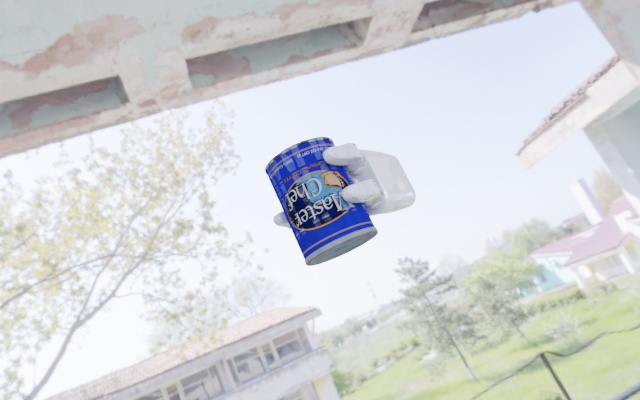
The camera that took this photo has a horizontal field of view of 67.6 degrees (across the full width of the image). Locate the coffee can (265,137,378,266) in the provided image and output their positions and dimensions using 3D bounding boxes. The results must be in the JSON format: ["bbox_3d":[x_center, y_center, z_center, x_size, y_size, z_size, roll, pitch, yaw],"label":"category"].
[{"bbox_3d":[0.000,0.002,0.633,0.103,0.140,0.103,-23,-14,-6],"label":"coffee can"}]
